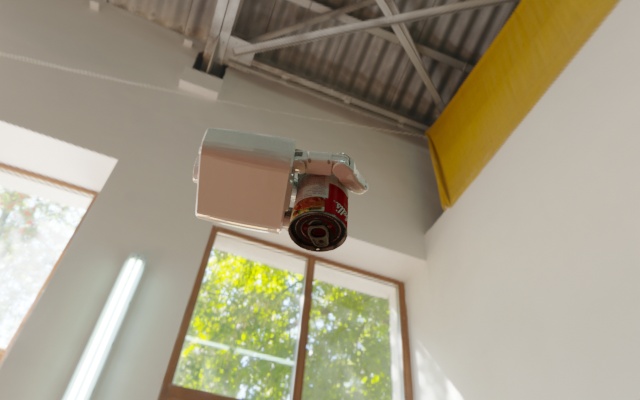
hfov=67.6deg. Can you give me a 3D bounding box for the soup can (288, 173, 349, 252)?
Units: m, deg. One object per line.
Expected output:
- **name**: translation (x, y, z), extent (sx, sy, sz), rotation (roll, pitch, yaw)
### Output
- **soup can**: translation (0.001, 0.002, 0.578), extent (0.068, 0.069, 0.102), rotation (3, 45, 3)
